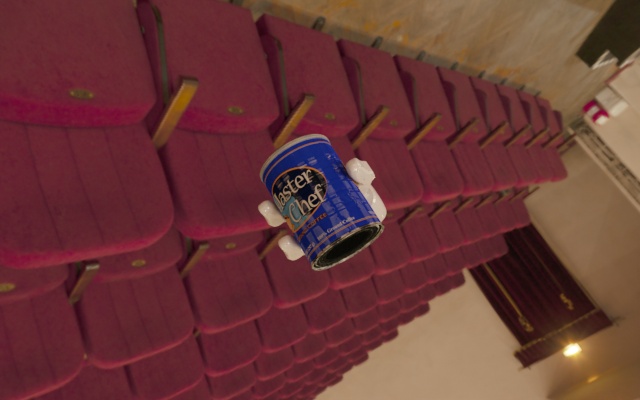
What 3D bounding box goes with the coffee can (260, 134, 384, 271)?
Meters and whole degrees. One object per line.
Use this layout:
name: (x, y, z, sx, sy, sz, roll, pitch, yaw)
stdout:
coffee can: (0.000, 0.002, 0.603, 0.103, 0.140, 0.103, -27, -21, -11)
